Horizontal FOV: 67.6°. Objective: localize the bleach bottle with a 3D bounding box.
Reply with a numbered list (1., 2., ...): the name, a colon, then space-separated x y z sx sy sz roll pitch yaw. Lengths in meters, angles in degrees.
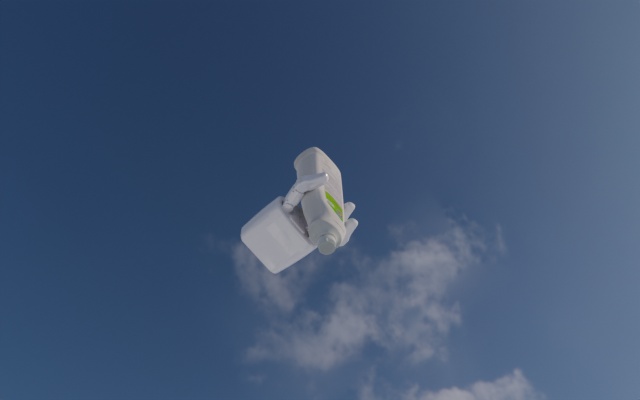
1. bleach bottle: 0.000 0.003 0.883 0.068 0.103 0.250 -36 28 20
